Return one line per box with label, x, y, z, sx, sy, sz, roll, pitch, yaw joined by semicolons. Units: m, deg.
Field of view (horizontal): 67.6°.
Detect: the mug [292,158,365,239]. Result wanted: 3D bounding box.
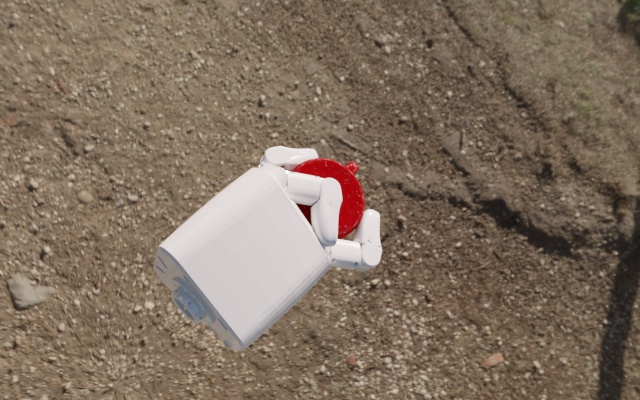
mug;0.001;0.001;0.487;0.117;0.093;0.081;-44;1;-29
